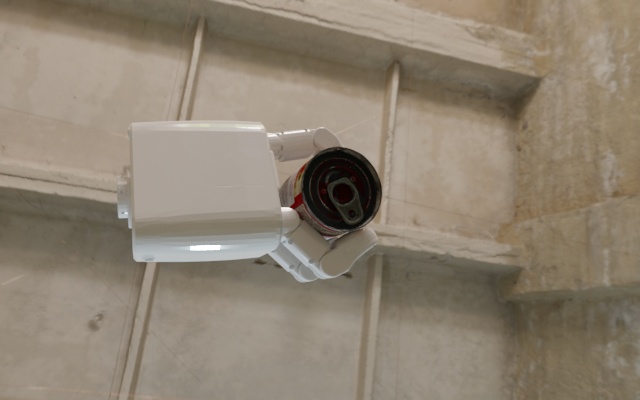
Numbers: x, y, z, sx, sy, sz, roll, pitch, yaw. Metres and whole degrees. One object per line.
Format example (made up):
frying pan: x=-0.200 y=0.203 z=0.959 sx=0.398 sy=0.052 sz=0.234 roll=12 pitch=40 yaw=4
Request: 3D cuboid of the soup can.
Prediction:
soup can: x=0.000 y=0.001 z=0.416 sx=0.068 sy=0.068 sz=0.102 roll=0 pitch=-12 yaw=-21
